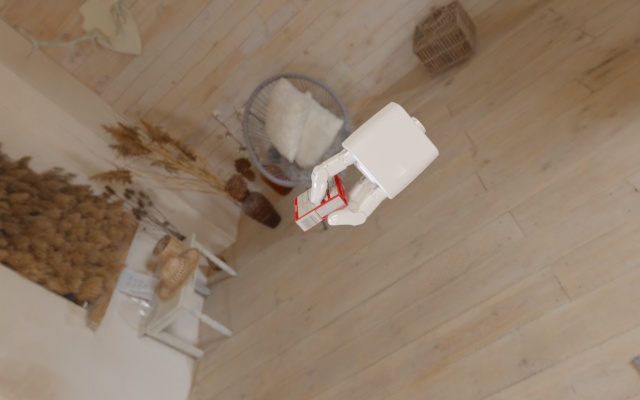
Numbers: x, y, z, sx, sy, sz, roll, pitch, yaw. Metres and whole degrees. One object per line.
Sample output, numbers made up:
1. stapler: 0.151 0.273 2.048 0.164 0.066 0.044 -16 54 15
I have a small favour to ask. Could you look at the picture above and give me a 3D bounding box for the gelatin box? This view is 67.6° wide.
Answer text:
1. gelatin box: 0.000 0.002 0.791 0.089 0.030 0.073 -32 29 13
